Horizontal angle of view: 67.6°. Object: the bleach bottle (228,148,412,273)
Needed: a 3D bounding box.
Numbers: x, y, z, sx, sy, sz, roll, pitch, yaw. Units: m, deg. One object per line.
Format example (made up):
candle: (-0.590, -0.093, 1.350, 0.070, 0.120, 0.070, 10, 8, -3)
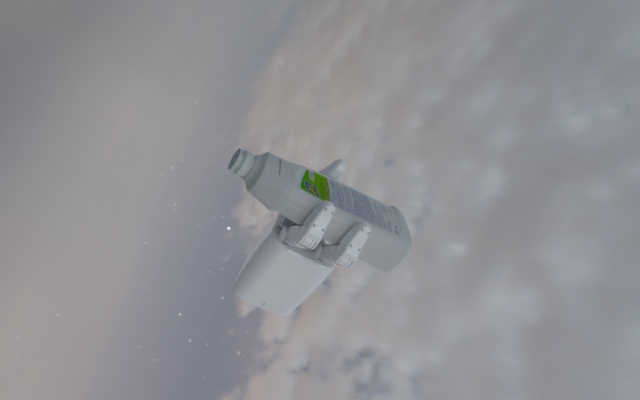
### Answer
bleach bottle: (0.000, 0.002, 0.608, 0.251, 0.068, 0.102, 29, 26, -24)
